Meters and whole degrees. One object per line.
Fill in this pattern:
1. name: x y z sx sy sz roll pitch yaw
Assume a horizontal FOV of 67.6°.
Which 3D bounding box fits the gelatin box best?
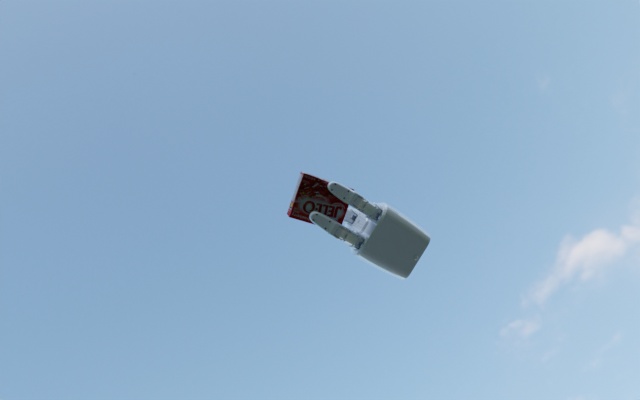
1. gelatin box: 0.000 0.002 0.757 0.089 0.073 0.030 18 5 -15
